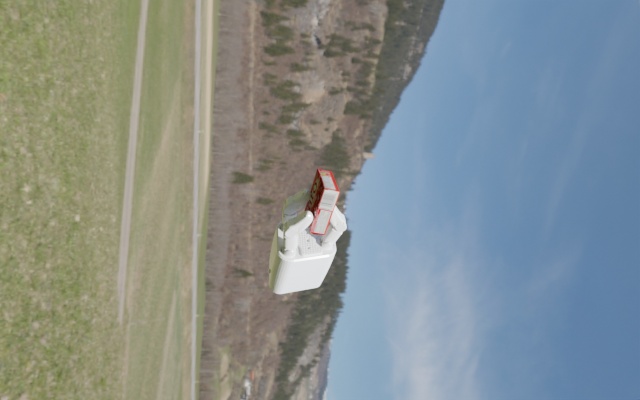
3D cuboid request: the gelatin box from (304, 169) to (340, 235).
[{"bbox_3d":[0.001,0.002,0.806,0.030,0.089,0.073,10,28,-16],"label":"gelatin box"}]
